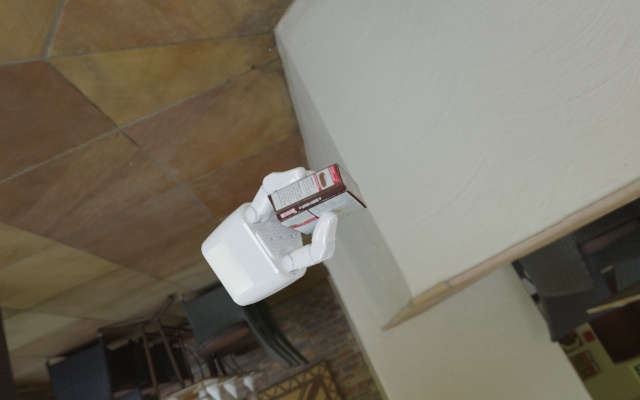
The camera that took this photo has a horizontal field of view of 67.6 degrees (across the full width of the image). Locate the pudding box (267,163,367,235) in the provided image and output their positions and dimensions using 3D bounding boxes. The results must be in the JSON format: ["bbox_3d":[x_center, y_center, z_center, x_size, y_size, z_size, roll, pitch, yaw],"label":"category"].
[{"bbox_3d":[0.000,0.002,0.576,0.090,0.039,0.113,-26,-16,10],"label":"pudding box"}]
